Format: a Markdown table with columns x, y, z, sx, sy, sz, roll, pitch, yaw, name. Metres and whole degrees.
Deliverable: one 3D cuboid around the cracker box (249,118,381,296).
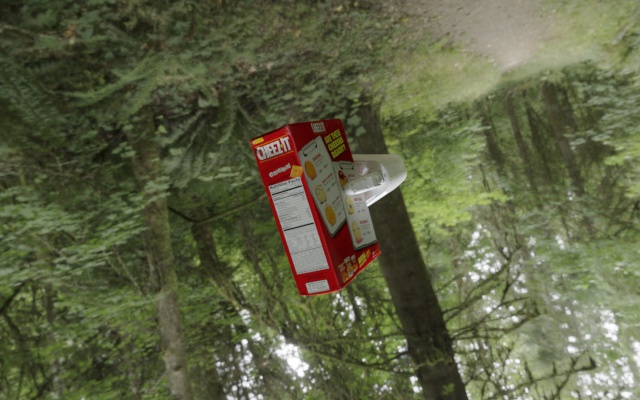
| x | y | z | sx | sy | sz | roll | pitch | yaw | name |
| --- | --- | --- | --- | --- | --- | --- | --- | --- | --- |
| 0.000 | 0.002 | 0.658 | 0.072 | 0.214 | 0.164 | -16 | 4 | 27 | cracker box |
